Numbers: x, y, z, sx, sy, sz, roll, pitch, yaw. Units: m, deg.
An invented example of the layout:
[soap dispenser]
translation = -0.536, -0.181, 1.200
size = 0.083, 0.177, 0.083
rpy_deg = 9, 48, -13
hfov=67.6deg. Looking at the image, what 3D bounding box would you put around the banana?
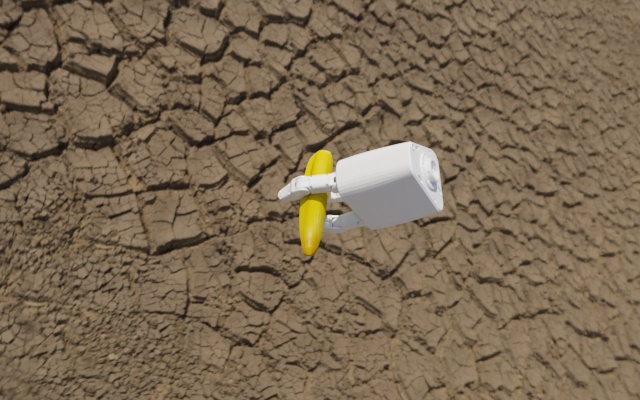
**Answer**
[banana]
translation = -0.003, -0.013, 0.694
size = 0.037, 0.070, 0.197
rpy_deg = -3, 44, 14
